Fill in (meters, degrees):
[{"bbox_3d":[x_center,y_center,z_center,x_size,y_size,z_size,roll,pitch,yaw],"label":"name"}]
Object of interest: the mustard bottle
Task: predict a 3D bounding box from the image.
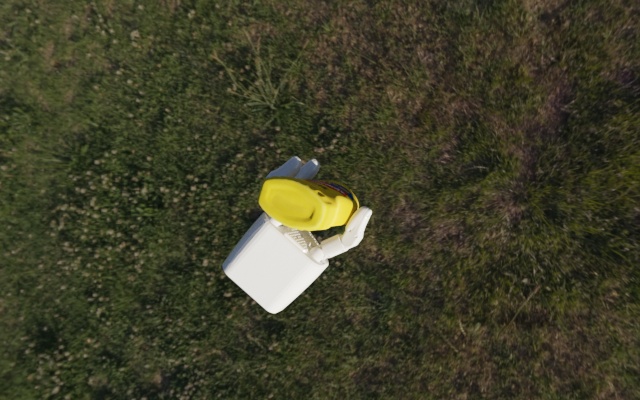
[{"bbox_3d":[0.000,0.002,0.657,0.096,0.058,0.191,22,9,21],"label":"mustard bottle"}]
